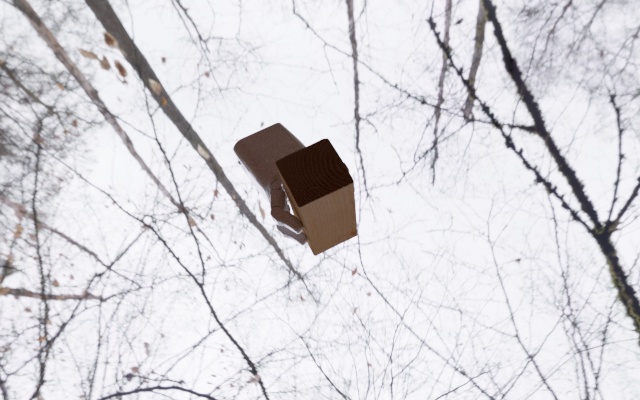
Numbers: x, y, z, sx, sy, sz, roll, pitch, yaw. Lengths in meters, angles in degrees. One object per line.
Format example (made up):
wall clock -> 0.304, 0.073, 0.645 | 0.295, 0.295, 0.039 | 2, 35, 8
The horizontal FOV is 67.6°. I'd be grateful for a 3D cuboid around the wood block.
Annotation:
wood block -> 0.000, 0.002, 0.784 | 0.091, 0.090, 0.206 | -26, -25, -7
